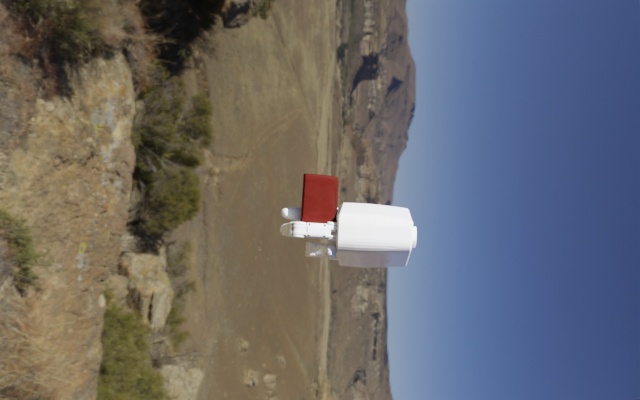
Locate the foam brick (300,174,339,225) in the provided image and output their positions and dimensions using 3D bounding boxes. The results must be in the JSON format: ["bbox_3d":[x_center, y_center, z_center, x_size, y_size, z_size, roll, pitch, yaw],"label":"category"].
[{"bbox_3d":[0.000,0.002,0.727,0.051,0.078,0.053,3,-6,6],"label":"foam brick"}]
